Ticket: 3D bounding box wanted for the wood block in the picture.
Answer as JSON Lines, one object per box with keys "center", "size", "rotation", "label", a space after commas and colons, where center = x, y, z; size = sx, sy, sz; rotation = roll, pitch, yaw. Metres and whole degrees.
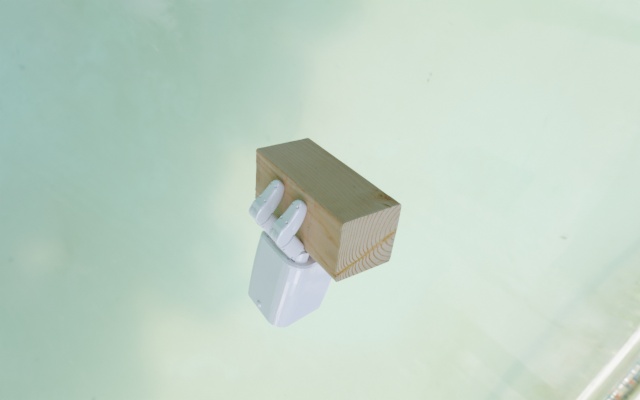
{"center": [0.000, 0.002, 0.638], "size": [0.091, 0.090, 0.206], "rotation": [-16, 38, -31], "label": "wood block"}
